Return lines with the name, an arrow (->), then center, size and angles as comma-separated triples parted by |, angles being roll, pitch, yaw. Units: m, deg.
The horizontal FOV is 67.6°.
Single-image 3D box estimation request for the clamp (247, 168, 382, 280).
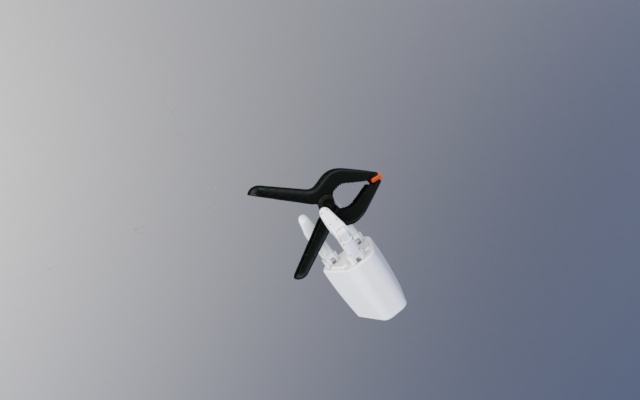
clamp -> 0.001, 0.002, 0.760 | 0.210, 0.164, 0.036 | -37, 11, -9
